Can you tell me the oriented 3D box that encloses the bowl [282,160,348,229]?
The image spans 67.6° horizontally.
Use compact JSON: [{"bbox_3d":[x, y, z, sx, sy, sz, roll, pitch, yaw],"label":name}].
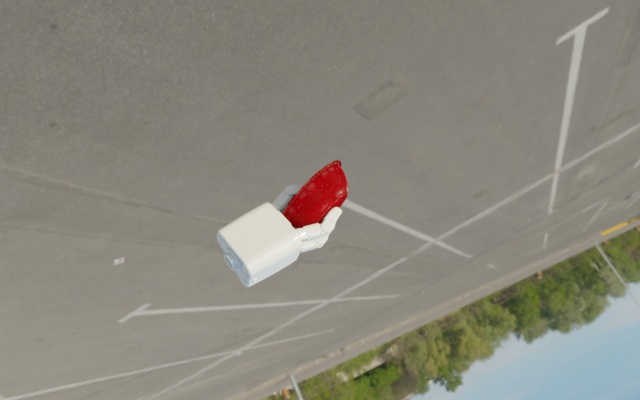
[{"bbox_3d":[0.001,0.002,0.882,0.055,0.162,0.162,43,9,11],"label":"bowl"}]
